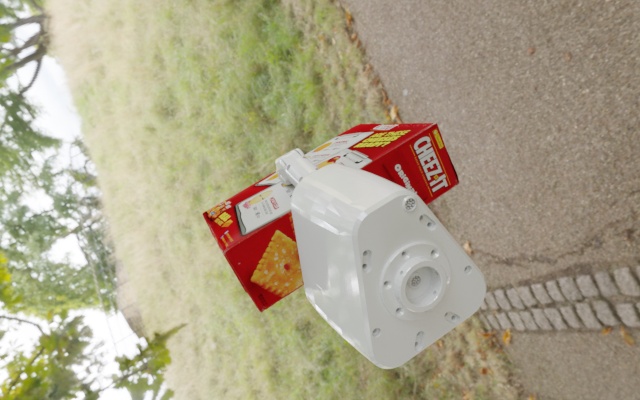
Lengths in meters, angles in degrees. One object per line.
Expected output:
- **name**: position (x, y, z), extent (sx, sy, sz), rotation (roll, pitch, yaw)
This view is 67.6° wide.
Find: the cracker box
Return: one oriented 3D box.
- **cracker box**: position (0.000, 0.001, 0.474), extent (0.213, 0.072, 0.164), rotation (-31, 18, -13)
